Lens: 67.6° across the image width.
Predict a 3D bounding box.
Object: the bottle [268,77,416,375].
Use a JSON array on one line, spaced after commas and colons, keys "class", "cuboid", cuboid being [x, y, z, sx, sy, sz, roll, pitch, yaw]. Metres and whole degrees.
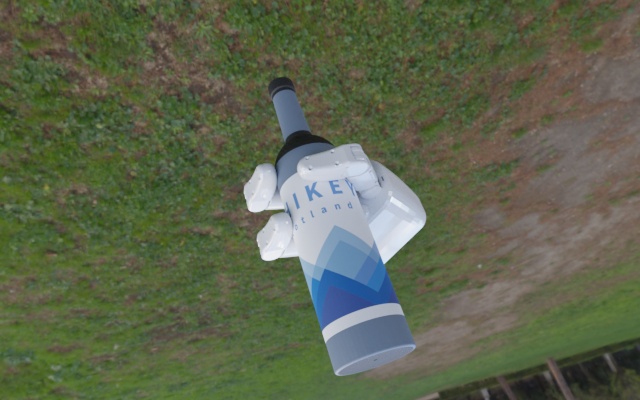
[{"class": "bottle", "cuboid": [0.000, 0.002, 0.437, 0.069, 0.295, 0.069, -15, -28, -8]}]
